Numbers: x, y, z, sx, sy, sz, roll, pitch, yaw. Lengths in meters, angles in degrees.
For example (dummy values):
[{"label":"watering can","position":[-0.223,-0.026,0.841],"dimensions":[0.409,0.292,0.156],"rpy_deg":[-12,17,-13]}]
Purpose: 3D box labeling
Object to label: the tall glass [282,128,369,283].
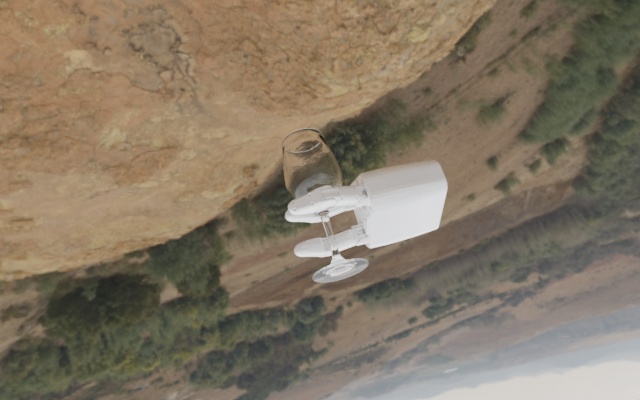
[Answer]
[{"label":"tall glass","position":[0.000,0.003,0.639],"dimensions":[0.079,0.201,0.079],"rpy_deg":[-14,-24,-6]}]
